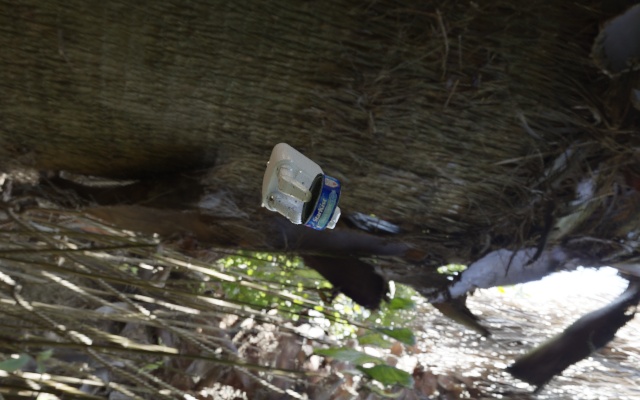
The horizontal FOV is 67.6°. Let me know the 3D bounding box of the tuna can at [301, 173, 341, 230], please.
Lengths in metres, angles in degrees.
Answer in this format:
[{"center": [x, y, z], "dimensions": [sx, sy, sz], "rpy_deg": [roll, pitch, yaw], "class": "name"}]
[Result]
[{"center": [0.001, 0.003, 0.746], "dimensions": [0.034, 0.086, 0.086], "rpy_deg": [20, -5, -13], "class": "tuna can"}]
